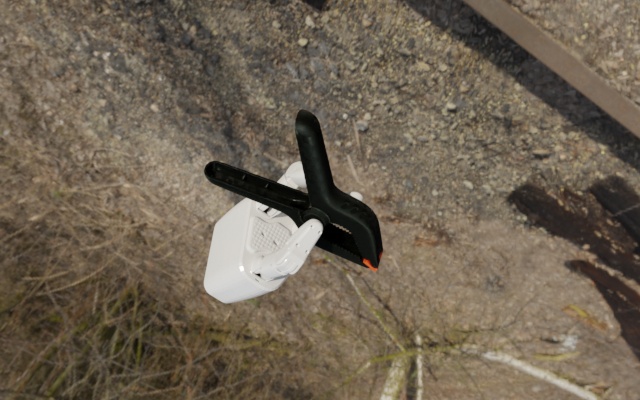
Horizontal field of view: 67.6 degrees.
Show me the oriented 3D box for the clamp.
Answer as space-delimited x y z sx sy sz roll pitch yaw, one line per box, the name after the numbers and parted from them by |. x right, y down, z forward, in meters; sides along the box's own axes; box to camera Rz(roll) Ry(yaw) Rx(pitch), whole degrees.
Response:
0.000 0.003 0.484 0.210 0.036 0.164 38 -36 -20 | clamp
